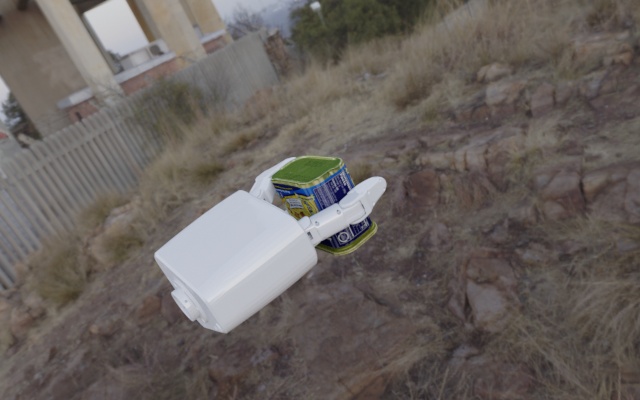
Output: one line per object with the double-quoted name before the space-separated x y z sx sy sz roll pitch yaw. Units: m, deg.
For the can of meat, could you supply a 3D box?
"can of meat" 0.000 0.001 0.501 0.057 0.084 0.102 -36 24 -23
